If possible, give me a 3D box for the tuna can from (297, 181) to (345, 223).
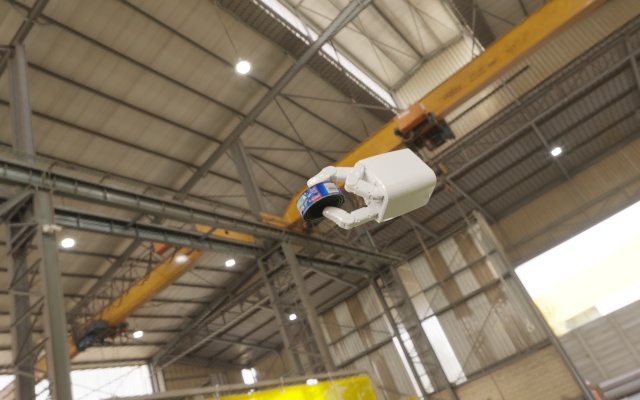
[{"bbox_3d":[0.000,0.002,0.871,0.086,0.033,0.086,-23,-27,-12],"label":"tuna can"}]
